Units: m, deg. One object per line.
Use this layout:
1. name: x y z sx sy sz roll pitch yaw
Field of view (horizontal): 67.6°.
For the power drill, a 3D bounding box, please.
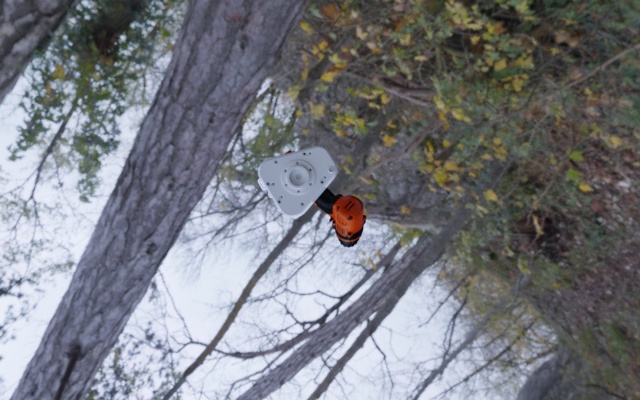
1. power drill: 0.000 0.002 0.863 0.187 0.057 0.184 36 -18 15
